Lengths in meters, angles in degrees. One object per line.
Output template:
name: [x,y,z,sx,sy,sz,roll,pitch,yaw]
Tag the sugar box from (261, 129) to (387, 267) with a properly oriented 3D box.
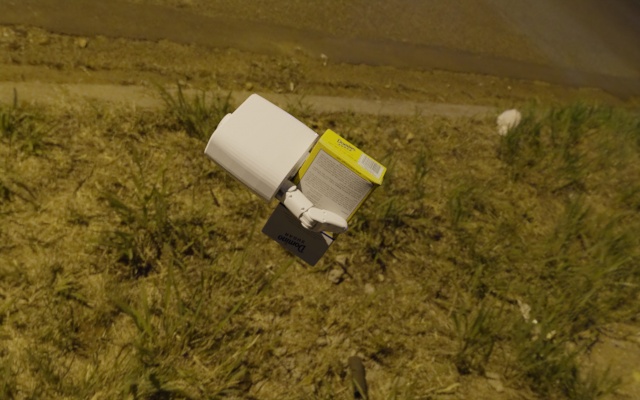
sugar box: [0.000,0.002,0.635,0.093,0.176,0.048,35,38,-2]
